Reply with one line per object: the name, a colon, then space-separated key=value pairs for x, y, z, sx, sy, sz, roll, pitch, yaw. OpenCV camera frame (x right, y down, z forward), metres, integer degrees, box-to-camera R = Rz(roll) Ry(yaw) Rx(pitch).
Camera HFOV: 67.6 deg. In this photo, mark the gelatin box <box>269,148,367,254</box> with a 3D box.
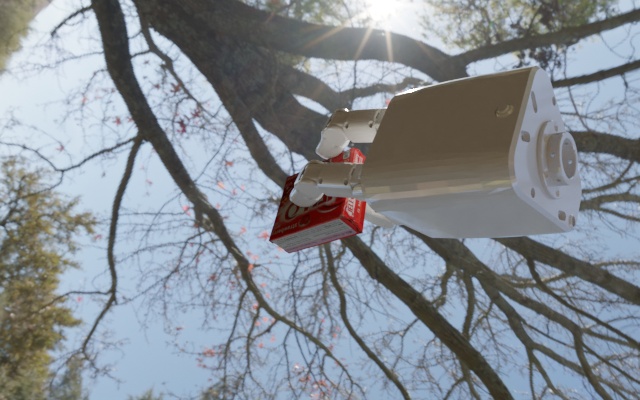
gelatin box: x=0.000 y=0.002 z=0.423 sx=0.089 sy=0.073 sz=0.030 roll=-21 pitch=-46 yaw=39
